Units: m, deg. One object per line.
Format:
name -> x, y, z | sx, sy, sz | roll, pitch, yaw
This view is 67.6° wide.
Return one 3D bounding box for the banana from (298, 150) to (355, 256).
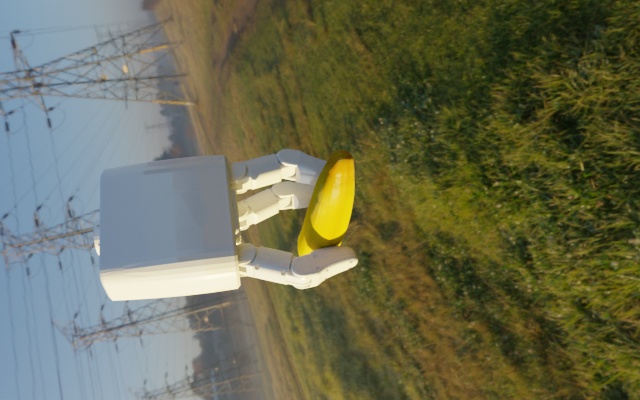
banana -> 0.000, 0.020, 0.441 | 0.037, 0.069, 0.198 | 1, -17, -8
